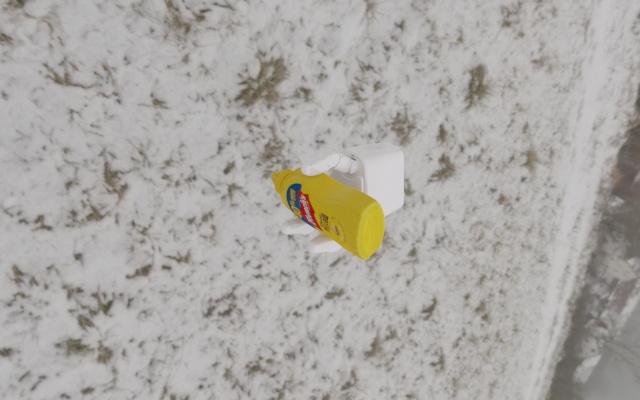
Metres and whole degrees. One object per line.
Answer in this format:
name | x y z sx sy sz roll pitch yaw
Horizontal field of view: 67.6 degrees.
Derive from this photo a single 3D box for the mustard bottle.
mustard bottle | 0.000 0.002 0.672 0.191 0.096 0.058 31 57 34
